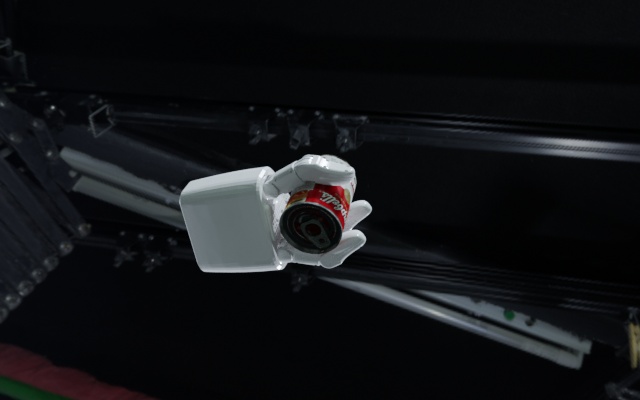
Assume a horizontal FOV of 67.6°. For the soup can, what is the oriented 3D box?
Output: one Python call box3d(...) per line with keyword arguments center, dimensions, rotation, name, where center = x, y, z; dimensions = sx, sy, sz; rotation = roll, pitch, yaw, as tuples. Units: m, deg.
box3d(center=(0.001, 0.001, 0.535), dimensions=(0.068, 0.068, 0.102), rotation=(0, 35, 15), name="soup can")
